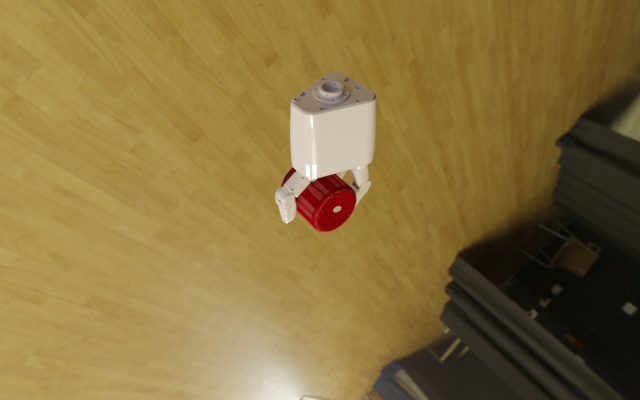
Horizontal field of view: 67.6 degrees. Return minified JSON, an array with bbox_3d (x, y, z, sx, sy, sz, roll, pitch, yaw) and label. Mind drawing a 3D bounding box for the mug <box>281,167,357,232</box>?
[{"bbox_3d":[0.000,0.004,0.727,0.093,0.117,0.081,-29,50,-24],"label":"mug"}]
